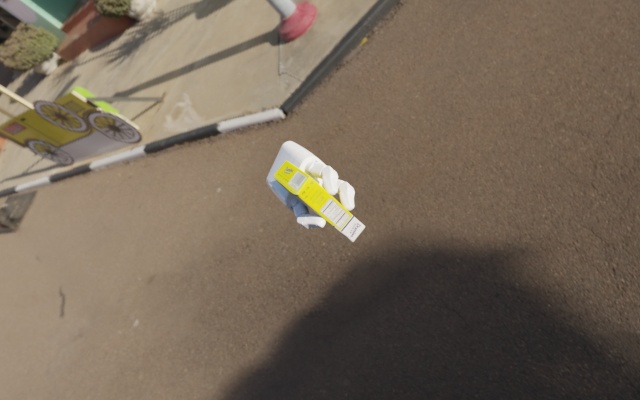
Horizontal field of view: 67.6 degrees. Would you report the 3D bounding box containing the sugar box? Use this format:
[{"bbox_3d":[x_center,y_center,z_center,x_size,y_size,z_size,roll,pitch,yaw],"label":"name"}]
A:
[{"bbox_3d":[0.000,0.002,0.880,0.176,0.048,0.093,38,0,-39],"label":"sugar box"}]
